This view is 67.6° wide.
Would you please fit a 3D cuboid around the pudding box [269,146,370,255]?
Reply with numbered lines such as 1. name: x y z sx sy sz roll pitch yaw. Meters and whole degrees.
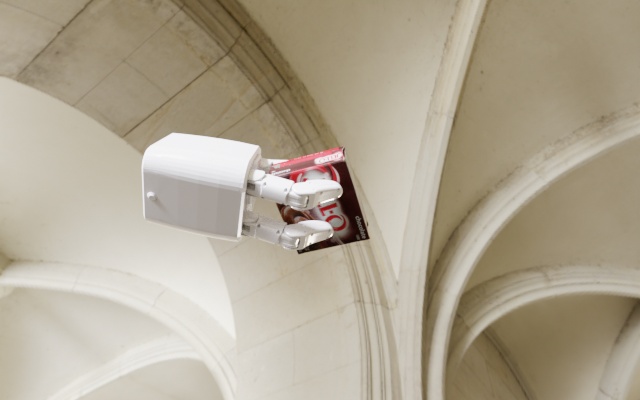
1. pudding box: 0.000 0.002 0.547 0.090 0.114 0.039 -13 34 13
